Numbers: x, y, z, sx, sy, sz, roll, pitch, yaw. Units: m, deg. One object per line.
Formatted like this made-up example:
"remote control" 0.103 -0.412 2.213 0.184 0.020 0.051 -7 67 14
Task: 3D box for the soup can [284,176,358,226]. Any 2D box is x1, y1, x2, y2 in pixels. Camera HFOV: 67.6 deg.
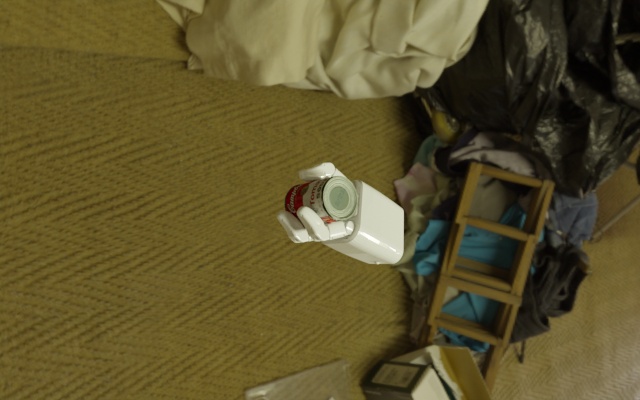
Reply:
"soup can" 0.000 0.002 0.725 0.068 0.068 0.102 0 -6 -36
